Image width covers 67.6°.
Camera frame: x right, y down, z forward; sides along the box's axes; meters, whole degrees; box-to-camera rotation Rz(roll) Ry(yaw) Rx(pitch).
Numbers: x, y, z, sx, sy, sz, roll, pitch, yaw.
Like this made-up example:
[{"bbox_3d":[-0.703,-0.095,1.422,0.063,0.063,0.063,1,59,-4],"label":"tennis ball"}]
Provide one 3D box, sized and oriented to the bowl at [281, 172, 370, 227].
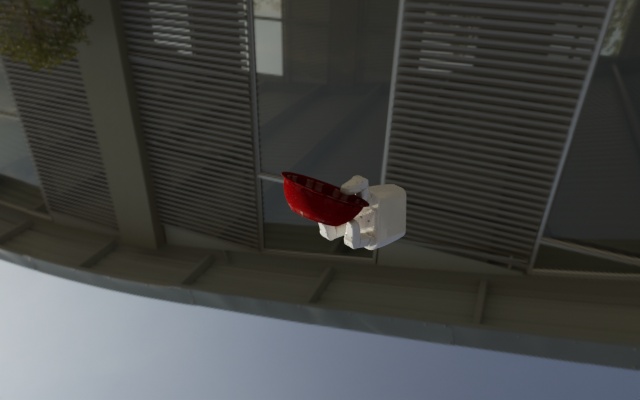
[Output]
[{"bbox_3d":[-0.001,0.003,0.827,0.162,0.055,0.162,20,8,-3],"label":"bowl"}]
